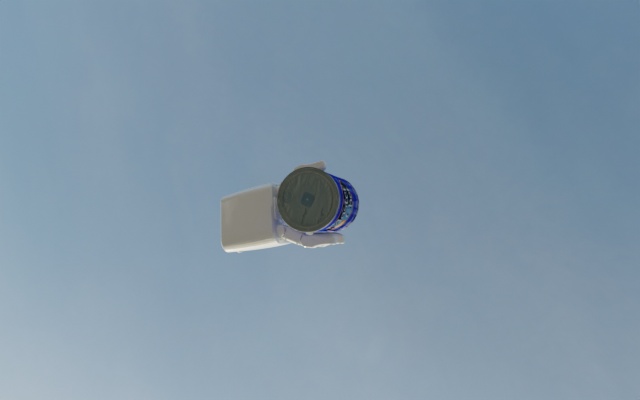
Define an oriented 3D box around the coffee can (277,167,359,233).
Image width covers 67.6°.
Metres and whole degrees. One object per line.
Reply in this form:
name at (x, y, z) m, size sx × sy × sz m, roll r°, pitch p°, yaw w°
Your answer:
coffee can at (0.000, 0.003, 0.807) m, size 0.103 × 0.103 × 0.140 m, roll 0°, pitch -3°, yaw 18°
